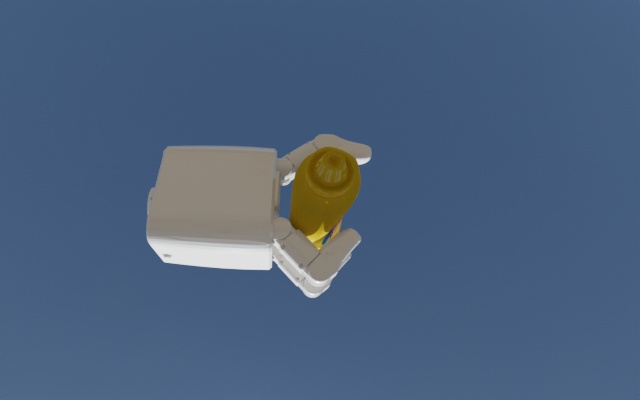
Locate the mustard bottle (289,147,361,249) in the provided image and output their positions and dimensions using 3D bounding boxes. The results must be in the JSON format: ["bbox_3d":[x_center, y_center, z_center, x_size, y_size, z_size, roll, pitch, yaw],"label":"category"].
[{"bbox_3d":[0.000,0.002,0.467,0.058,0.096,0.192,25,-22,4],"label":"mustard bottle"}]
